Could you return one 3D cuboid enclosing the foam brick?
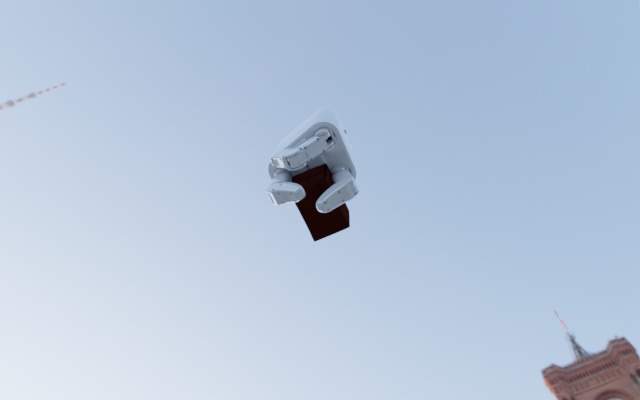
[{"bbox_3d":[0.000,0.002,0.620,0.053,0.078,0.051,-21,21,11],"label":"foam brick"}]
